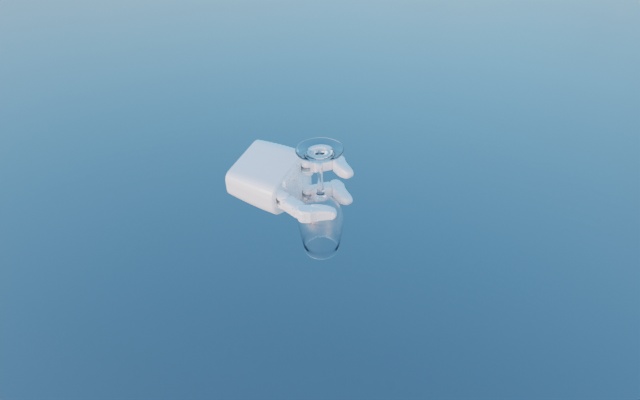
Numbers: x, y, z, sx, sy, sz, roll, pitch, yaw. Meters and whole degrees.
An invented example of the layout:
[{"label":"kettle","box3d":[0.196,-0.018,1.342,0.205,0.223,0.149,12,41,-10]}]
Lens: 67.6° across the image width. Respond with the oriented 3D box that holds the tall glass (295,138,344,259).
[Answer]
[{"label":"tall glass","box3d":[0.000,0.002,0.783,0.079,0.201,0.079,-1,36,1]}]
